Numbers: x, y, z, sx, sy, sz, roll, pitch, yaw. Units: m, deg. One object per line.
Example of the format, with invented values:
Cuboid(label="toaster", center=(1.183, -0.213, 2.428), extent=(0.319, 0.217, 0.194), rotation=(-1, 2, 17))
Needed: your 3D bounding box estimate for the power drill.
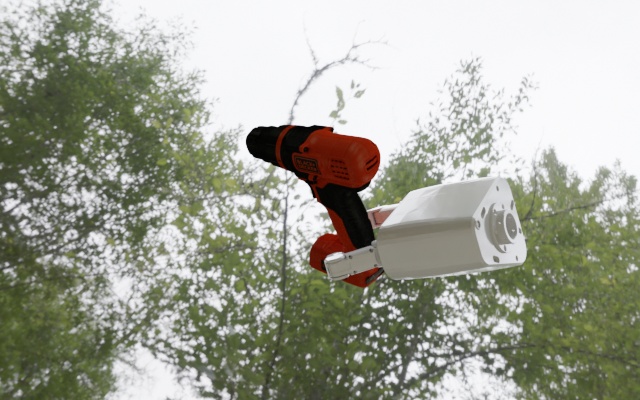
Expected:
Cuboid(label="power drill", center=(0.000, 0.002, 0.546), extent=(0.184, 0.188, 0.057), rotation=(17, 47, 43))
